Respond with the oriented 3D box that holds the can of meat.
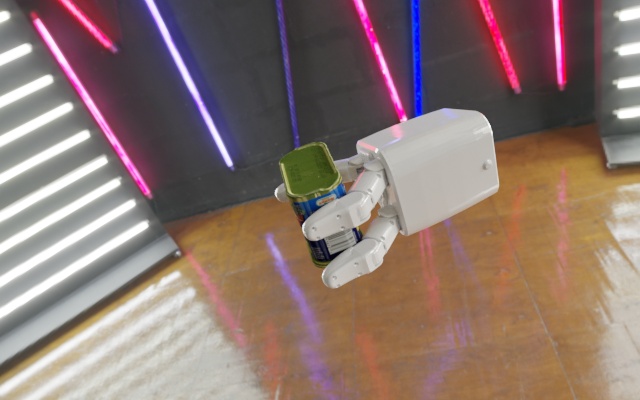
[{"bbox_3d":[0.000,0.001,0.469,0.057,0.084,0.102,-21,32,0],"label":"can of meat"}]
